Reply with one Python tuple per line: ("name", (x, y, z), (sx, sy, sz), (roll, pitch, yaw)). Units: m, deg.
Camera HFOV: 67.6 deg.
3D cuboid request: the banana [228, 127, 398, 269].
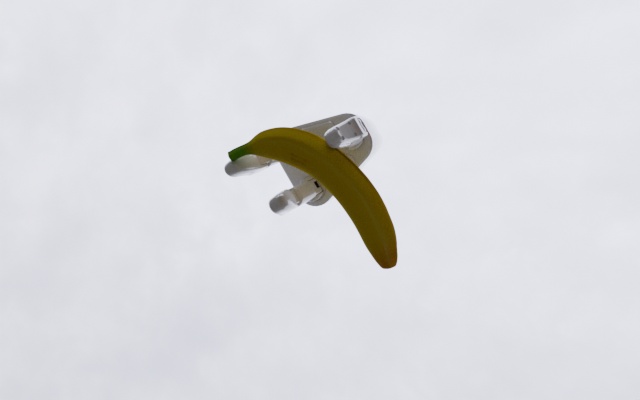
("banana", (0.007, -0.015, 0.466), (0.198, 0.069, 0.037), (36, 14, 7))
